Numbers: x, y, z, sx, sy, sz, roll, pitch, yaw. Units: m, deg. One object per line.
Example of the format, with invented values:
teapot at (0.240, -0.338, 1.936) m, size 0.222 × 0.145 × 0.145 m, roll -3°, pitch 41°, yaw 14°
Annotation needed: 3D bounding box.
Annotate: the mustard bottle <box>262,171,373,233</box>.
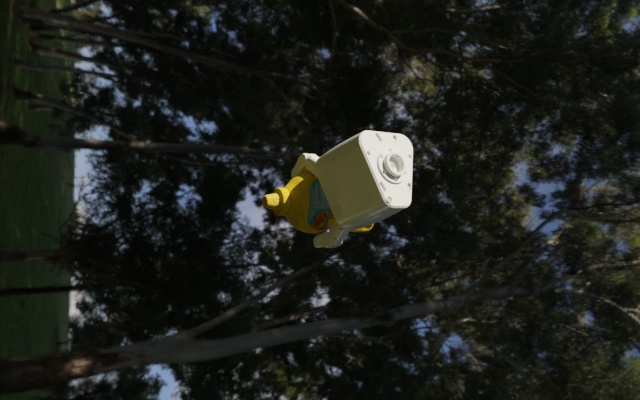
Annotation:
mustard bottle at (0.000, 0.002, 0.741) m, size 0.191 × 0.096 × 0.058 m, roll 0°, pitch 9°, yaw -33°
